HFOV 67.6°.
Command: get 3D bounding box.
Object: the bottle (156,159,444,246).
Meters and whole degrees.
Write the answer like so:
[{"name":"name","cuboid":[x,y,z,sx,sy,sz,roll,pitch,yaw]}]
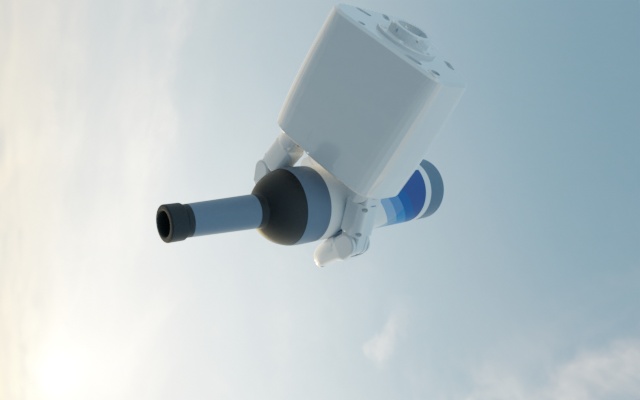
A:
[{"name":"bottle","cuboid":[0.000,0.001,0.426,0.295,0.069,0.069,-8,5,-42]}]
